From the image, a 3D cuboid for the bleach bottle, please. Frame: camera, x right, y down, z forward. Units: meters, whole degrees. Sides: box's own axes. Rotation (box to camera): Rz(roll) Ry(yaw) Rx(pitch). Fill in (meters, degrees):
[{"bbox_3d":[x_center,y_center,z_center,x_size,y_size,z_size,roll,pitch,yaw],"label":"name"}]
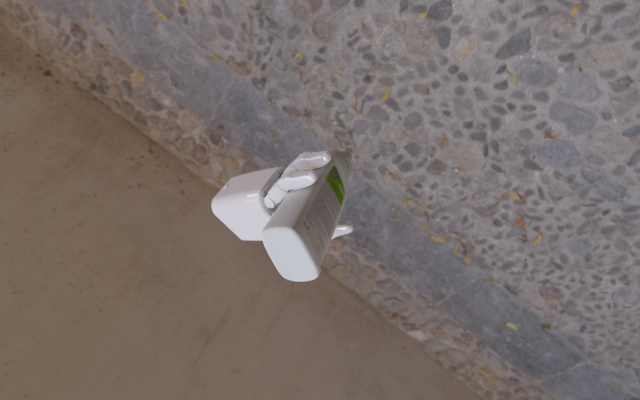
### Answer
[{"bbox_3d":[0.000,0.002,0.741,0.068,0.103,0.250,-7,32,30],"label":"bleach bottle"}]
